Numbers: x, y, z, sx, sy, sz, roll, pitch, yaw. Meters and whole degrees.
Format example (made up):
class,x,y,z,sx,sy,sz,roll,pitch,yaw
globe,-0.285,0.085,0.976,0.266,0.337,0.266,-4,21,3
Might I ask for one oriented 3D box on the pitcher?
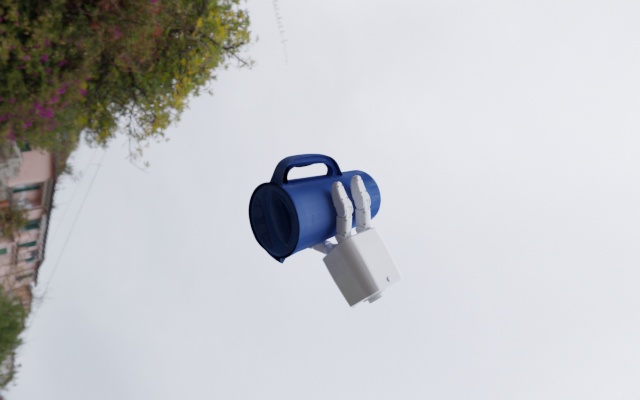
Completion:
class,x,y,z,sx,sy,sz,roll,pitch,yaw
pitcher,0.000,0.003,0.875,0.243,0.145,0.149,-16,-20,-44
